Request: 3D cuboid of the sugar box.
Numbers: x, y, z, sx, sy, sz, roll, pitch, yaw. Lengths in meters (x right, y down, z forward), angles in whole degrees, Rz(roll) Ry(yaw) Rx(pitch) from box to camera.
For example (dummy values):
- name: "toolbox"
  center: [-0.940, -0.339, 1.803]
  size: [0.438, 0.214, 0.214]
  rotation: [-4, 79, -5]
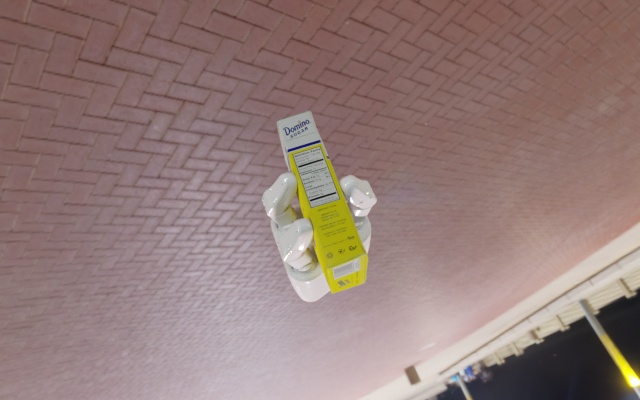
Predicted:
- name: "sugar box"
  center: [0.000, 0.002, 0.514]
  size: [0.048, 0.176, 0.093]
  rotation: [-20, -26, -7]
